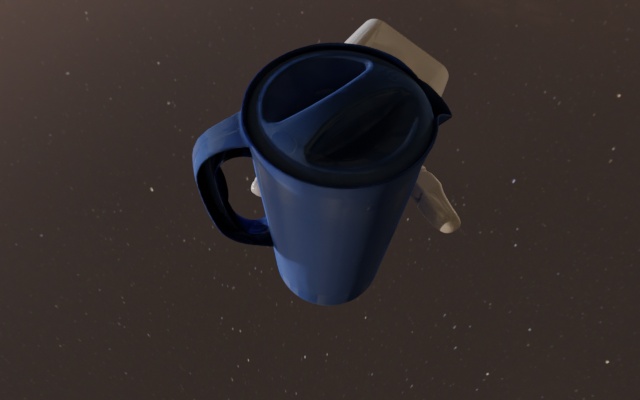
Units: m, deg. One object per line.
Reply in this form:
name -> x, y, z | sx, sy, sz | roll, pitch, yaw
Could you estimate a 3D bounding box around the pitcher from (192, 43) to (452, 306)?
pitcher -> 0.000, 0.001, 0.414 | 0.149, 0.145, 0.243 | 26, -30, 15
